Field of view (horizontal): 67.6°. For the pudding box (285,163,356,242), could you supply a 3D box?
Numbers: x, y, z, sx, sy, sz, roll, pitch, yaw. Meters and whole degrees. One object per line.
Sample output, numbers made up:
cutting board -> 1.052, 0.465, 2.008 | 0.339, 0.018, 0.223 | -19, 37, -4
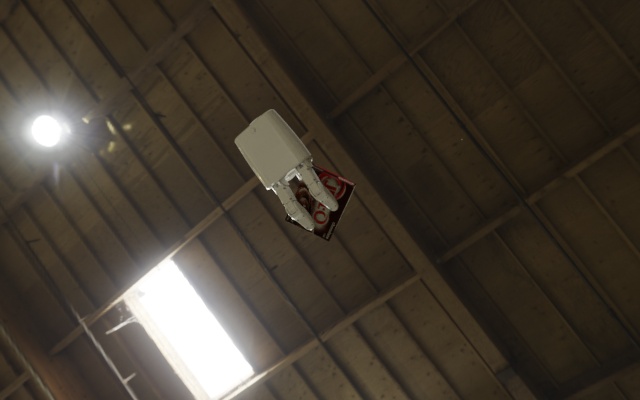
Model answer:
pudding box -> 0.000, 0.003, 0.847 | 0.090, 0.113, 0.039 | 25, 16, 6
